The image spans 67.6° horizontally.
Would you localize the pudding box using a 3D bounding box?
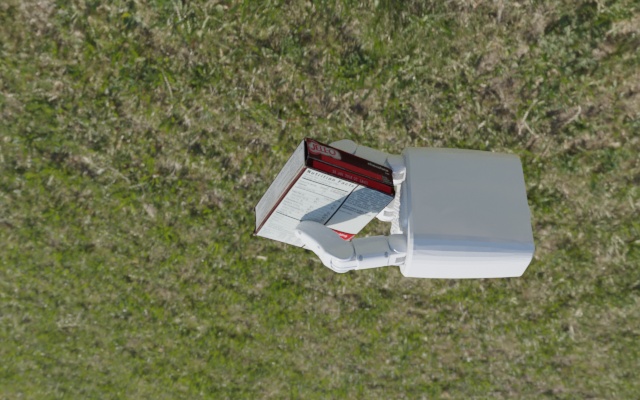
[{"bbox_3d":[0.000,0.002,0.437,0.090,0.039,0.113,19,-44,-23],"label":"pudding box"}]
